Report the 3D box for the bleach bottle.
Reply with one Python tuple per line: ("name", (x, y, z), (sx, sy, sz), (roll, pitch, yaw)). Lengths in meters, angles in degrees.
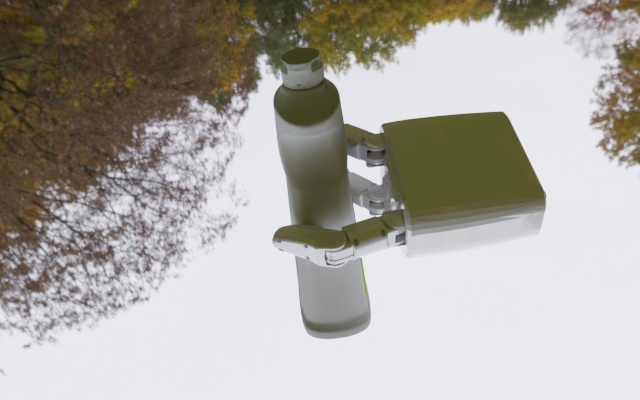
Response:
("bleach bottle", (0.000, 0.001, 0.404), (0.068, 0.251, 0.102), (-9, 39, -1))
